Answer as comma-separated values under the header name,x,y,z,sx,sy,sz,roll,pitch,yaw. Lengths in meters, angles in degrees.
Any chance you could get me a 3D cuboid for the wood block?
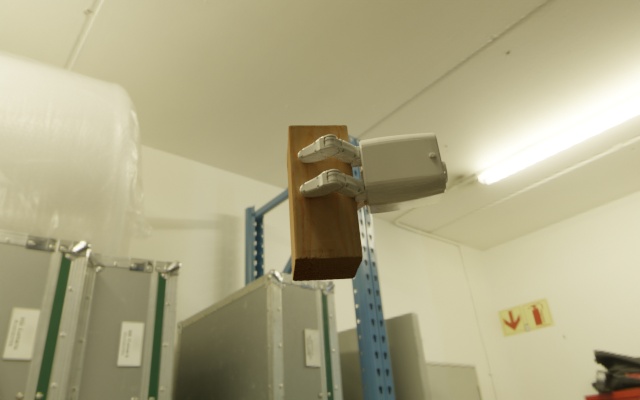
name,x,y,z,sx,sy,sz,roll,pitch,yaw
wood block,0.000,0.002,0.685,0.090,0.206,0.091,-2,-28,-6
